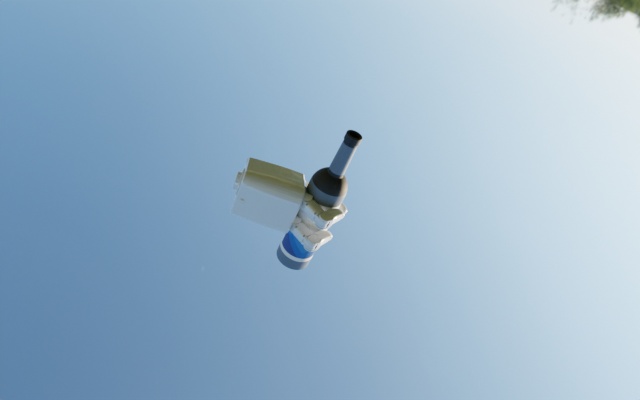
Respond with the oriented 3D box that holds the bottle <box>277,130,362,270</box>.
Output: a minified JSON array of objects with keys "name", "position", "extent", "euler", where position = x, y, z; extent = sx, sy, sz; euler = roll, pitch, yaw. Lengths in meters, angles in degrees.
[{"name":"bottle","position":[0.000,0.003,0.838],"extent":[0.069,0.296,0.069],"euler":[17,37,-13]}]
